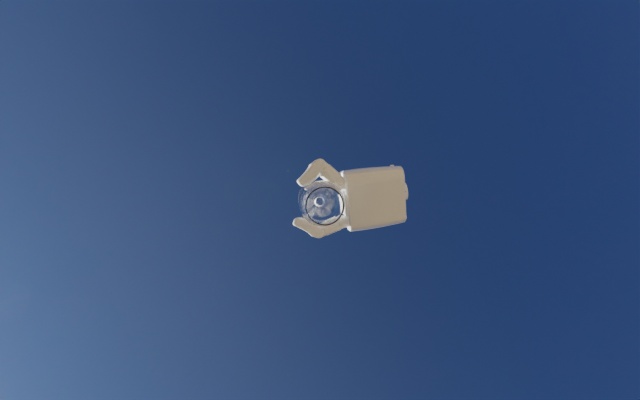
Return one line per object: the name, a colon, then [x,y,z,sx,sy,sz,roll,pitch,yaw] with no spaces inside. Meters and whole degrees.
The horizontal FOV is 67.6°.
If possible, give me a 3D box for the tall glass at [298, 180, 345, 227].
tall glass: [0.000,0.003,0.850,0.079,0.079,0.201,0,4,-4]
